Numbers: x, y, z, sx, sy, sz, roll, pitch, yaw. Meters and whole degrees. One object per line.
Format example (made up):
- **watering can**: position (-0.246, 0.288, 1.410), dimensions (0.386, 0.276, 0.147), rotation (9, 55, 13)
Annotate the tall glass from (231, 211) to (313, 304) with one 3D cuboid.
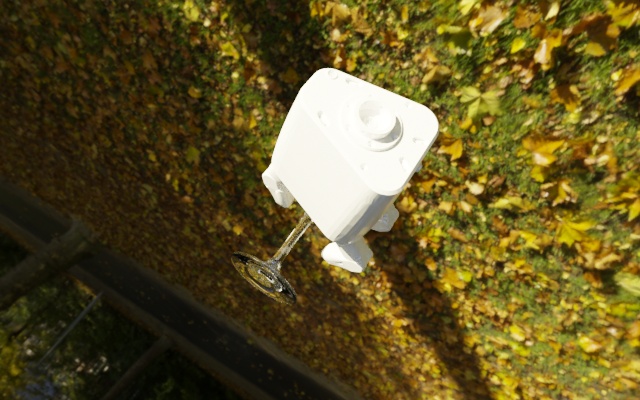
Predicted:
- **tall glass**: position (0.000, 0.002, 0.484), dimensions (0.079, 0.201, 0.079), rotation (28, -29, 17)
